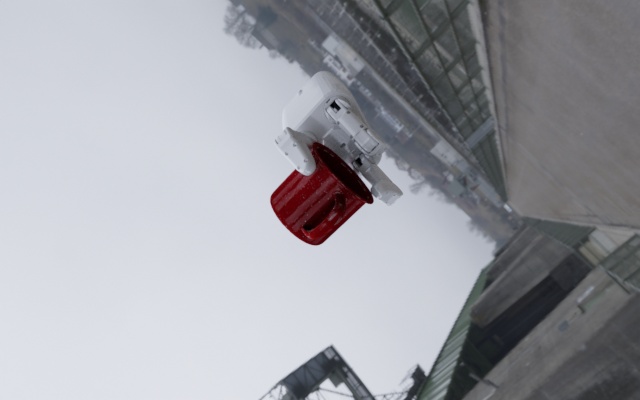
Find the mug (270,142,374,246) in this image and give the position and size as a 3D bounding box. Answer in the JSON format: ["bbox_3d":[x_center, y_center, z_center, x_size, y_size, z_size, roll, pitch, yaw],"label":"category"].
[{"bbox_3d":[0.000,0.003,0.520,0.093,0.081,0.117,38,18,-25],"label":"mug"}]
